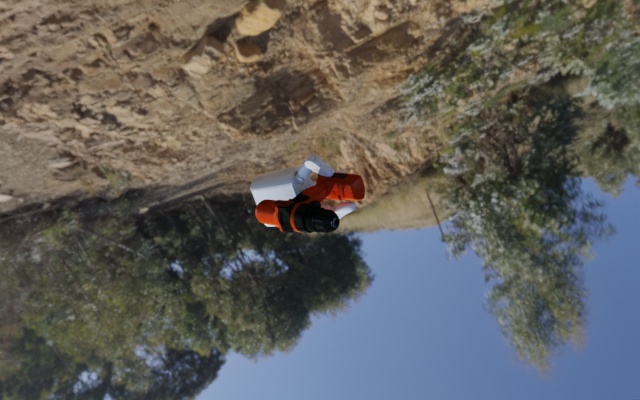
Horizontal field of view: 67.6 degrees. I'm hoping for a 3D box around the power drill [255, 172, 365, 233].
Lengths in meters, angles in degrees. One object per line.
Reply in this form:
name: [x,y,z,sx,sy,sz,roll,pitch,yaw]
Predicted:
power drill: [0.000,0.003,0.883,0.184,0.057,0.187,9,25,40]
